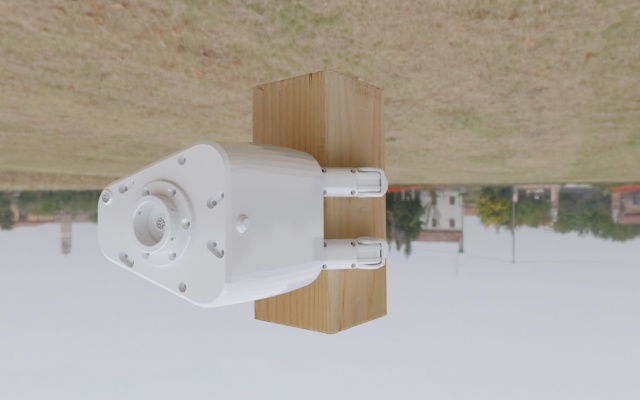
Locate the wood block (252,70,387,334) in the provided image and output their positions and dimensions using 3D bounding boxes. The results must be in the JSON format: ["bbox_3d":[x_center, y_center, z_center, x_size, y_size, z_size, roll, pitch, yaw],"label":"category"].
[{"bbox_3d":[0.000,0.002,0.430,0.091,0.206,0.090,-1,-1,38],"label":"wood block"}]
